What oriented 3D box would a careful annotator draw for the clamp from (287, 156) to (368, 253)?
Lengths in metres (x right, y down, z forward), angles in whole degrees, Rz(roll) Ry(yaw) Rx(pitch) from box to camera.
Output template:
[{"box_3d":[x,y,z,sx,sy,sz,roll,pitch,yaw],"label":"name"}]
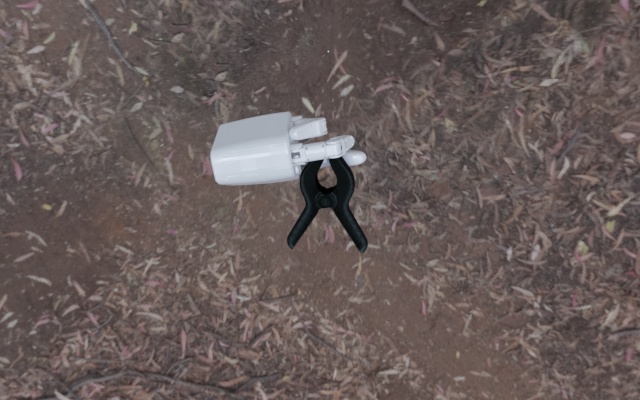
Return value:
[{"box_3d":[0.000,0.002,0.693,0.120,0.171,0.039,-8,17,4],"label":"clamp"}]
